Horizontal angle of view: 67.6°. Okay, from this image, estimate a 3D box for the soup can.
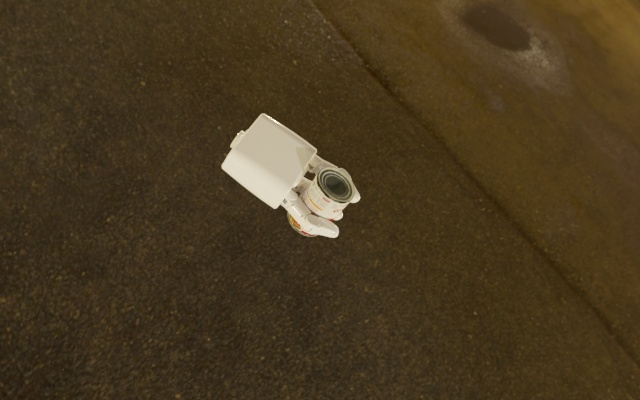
[{"bbox_3d":[0.001,0.003,0.753,0.068,0.068,0.102,0,-33,-36],"label":"soup can"}]
